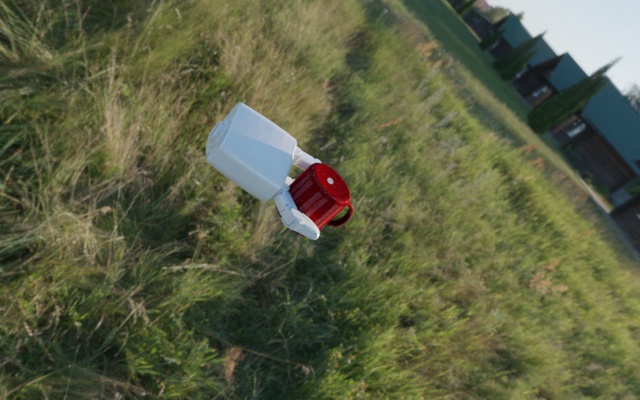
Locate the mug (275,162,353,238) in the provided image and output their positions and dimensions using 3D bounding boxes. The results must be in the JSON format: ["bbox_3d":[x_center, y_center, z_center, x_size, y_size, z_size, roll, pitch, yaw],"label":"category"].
[{"bbox_3d":[0.001,0.003,0.731,0.117,0.093,0.081,33,-59,-26],"label":"mug"}]
